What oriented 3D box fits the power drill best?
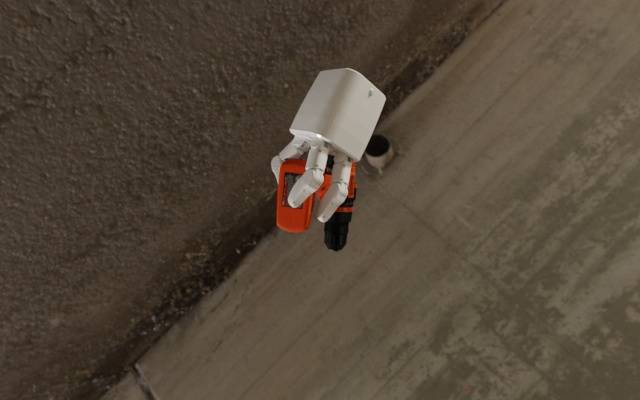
[{"bbox_3d":[0.000,0.002,0.765,0.057,0.184,0.187,6,7,25],"label":"power drill"}]
